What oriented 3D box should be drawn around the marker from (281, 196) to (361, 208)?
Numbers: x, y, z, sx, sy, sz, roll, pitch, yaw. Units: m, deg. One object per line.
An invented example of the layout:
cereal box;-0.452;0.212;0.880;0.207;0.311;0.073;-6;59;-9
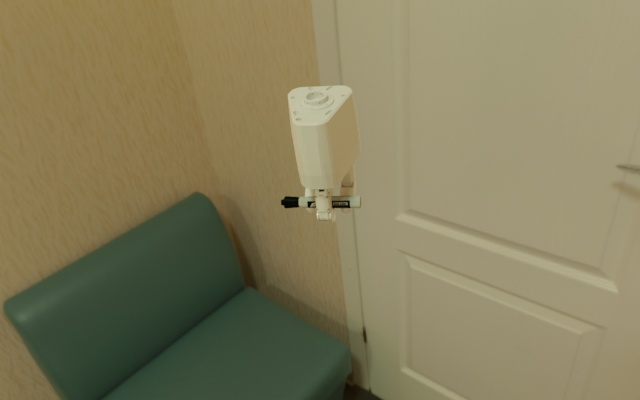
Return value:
marker;0.000;0.002;0.716;0.121;0.020;0.020;0;0;11
